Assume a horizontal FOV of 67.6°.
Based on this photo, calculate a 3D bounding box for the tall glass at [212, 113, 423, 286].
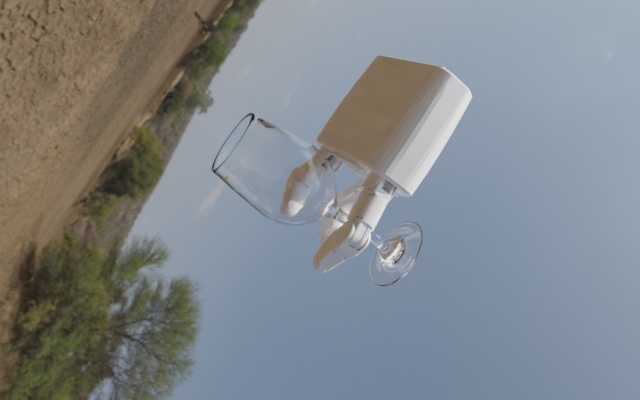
[{"bbox_3d":[0.001,0.002,0.447,0.201,0.079,0.079,34,-14,-22],"label":"tall glass"}]
